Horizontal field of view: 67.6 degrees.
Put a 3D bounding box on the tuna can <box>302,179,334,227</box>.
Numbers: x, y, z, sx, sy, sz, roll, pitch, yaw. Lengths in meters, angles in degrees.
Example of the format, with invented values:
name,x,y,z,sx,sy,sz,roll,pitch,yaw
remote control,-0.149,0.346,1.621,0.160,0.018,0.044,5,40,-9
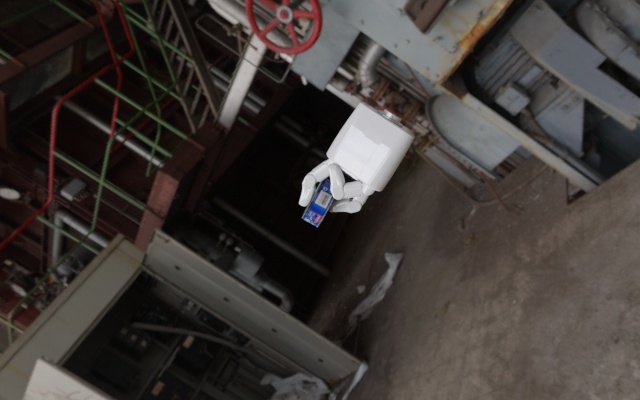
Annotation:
name,x,y,z,sx,sy,sz,roll,pitch,yaw
tuna can,0.000,0.003,0.858,0.034,0.086,0.086,28,-2,-3
